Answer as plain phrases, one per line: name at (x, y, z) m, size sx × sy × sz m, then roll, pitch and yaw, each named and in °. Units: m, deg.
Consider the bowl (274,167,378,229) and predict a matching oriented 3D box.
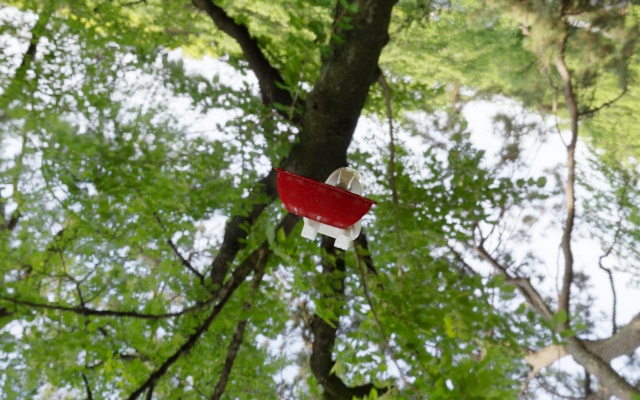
bowl at (0.000, 0.003, 0.705) m, size 0.162 × 0.055 × 0.162 m, roll 19°, pitch 0°, yaw 0°
